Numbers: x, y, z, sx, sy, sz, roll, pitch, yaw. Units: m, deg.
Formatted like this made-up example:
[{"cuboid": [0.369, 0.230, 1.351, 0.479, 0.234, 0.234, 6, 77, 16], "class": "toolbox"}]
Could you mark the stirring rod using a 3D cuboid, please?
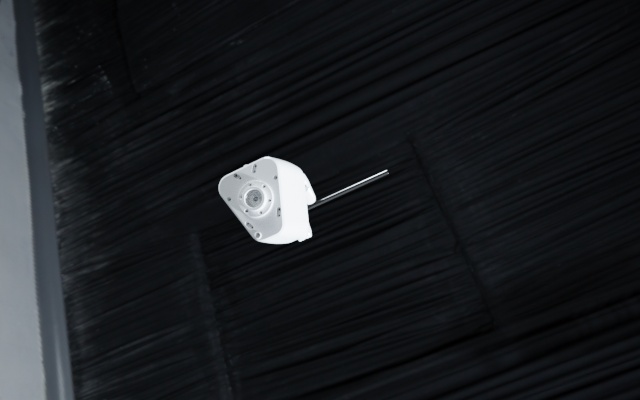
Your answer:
[{"cuboid": [0.000, 0.003, 0.790, 0.239, 0.011, 0.011, -24, -5, 11], "class": "stirring rod"}]
